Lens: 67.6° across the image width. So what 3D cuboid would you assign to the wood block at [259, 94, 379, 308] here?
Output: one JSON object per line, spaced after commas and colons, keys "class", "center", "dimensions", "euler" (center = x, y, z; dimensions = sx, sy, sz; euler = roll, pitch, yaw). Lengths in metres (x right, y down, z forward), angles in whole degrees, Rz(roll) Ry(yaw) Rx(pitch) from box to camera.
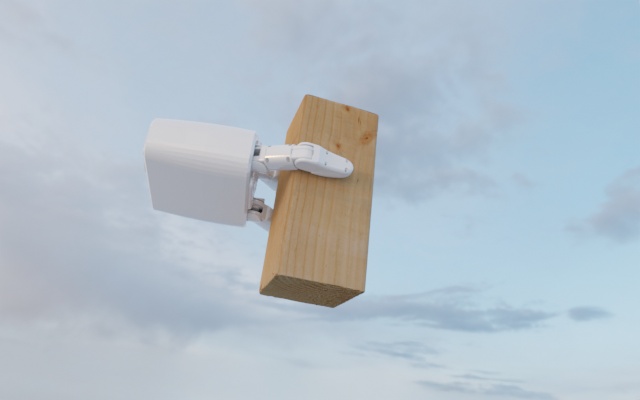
{"class": "wood block", "center": [0.000, 0.001, 0.524], "dimensions": [0.090, 0.206, 0.091], "euler": [14, -25, -14]}
